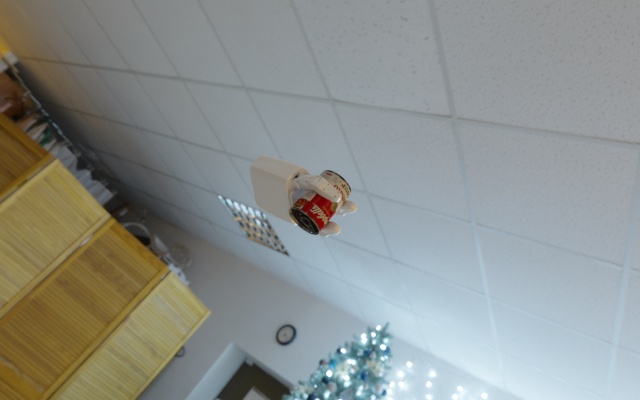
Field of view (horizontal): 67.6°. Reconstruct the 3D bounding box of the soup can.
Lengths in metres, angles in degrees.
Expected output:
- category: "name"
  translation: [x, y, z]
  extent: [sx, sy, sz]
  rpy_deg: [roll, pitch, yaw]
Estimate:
- category: "soup can"
  translation: [0.001, 0.003, 0.862]
  extent: [0.102, 0.068, 0.068]
  rpy_deg: [-49, 26, -24]
